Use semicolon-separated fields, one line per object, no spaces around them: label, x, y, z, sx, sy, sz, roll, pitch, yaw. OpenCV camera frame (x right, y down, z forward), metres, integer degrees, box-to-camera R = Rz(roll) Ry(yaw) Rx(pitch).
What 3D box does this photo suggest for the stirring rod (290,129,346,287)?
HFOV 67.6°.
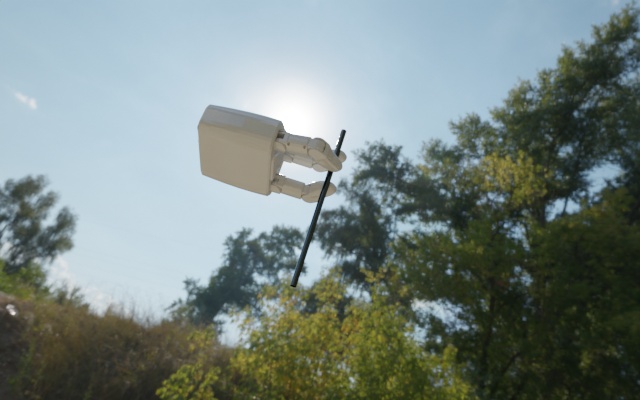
stirring rod;0.000;0.002;0.635;0.011;0.239;0.011;14;-27;7
